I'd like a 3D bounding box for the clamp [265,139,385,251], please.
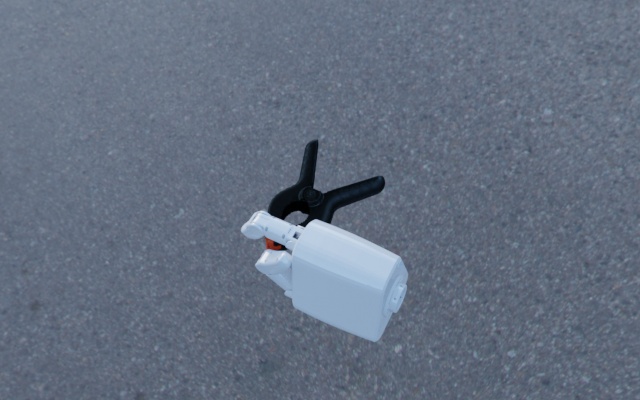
[{"bbox_3d":[0.000,0.002,0.594,0.120,0.171,0.039,21,-29,21],"label":"clamp"}]
